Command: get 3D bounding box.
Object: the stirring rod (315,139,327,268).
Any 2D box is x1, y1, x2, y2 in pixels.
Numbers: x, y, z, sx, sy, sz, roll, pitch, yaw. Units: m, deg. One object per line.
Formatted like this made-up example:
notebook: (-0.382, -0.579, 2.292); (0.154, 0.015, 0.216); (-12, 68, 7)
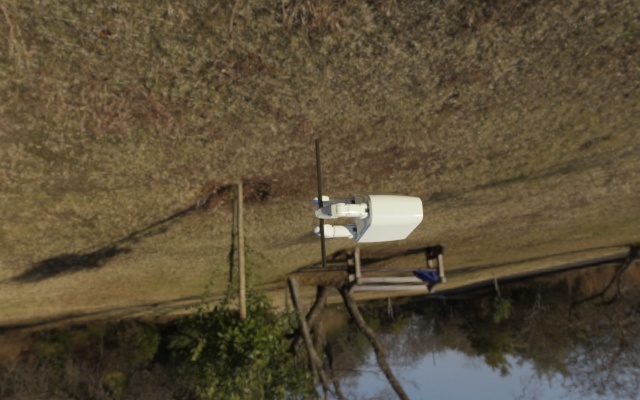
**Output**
stirring rod: (0.000, 0.003, 0.877); (0.011, 0.239, 0.011); (-3, -11, -1)
